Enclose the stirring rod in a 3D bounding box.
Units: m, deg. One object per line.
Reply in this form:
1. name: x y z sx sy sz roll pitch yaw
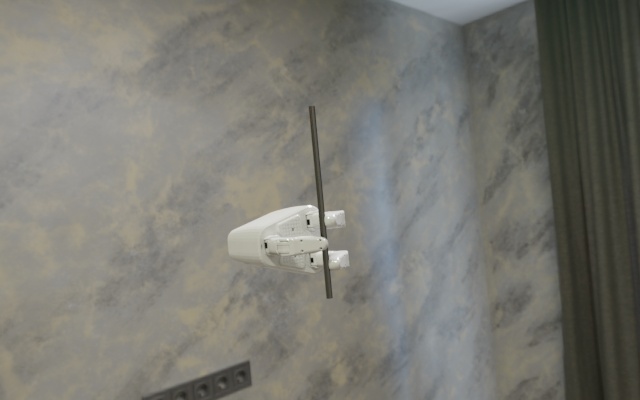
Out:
1. stirring rod: 0.000 0.002 0.597 0.011 0.239 0.011 -5 -1 0
